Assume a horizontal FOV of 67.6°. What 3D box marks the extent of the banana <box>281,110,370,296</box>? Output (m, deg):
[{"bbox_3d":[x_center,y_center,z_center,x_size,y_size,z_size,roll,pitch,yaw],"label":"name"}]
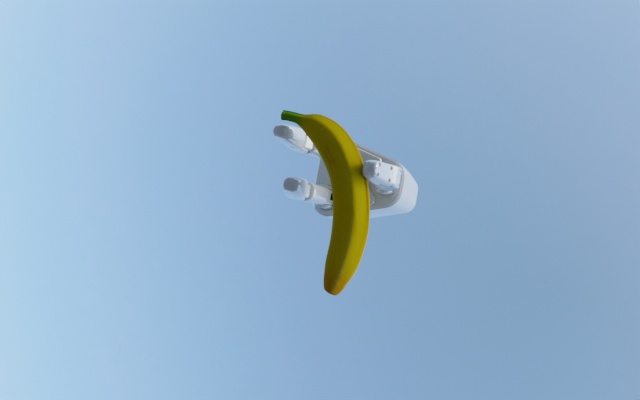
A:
[{"bbox_3d":[0.016,-0.007,0.485,0.069,0.197,0.037,-17,-11,17],"label":"banana"}]
